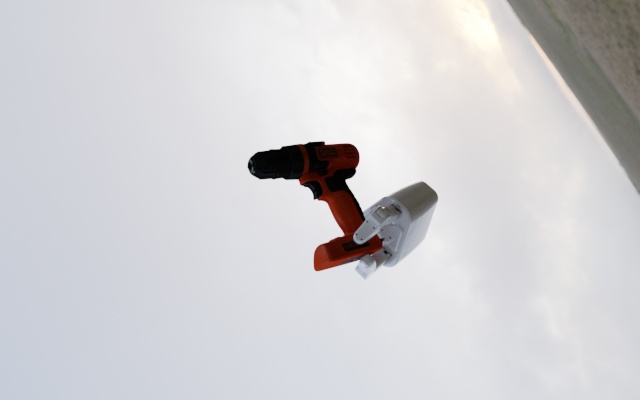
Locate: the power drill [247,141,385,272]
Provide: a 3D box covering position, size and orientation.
[{"bbox_3d":[0.000,0.003,0.688,0.184,0.187,0.057,-10,-17,-31],"label":"power drill"}]
